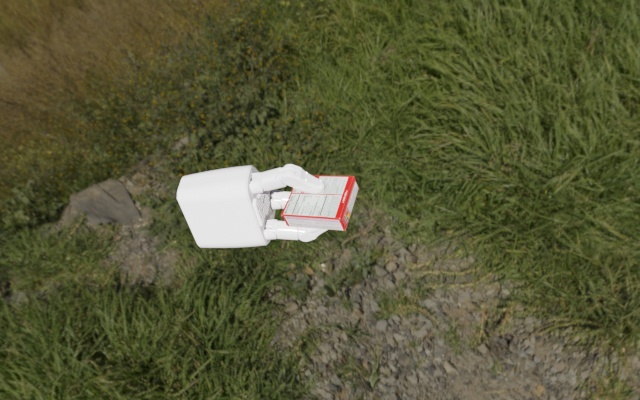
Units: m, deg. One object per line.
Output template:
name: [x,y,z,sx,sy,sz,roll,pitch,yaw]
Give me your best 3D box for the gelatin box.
gelatin box: [0.000,0.002,0.649,0.089,0.073,0.030,2,-38,25]
